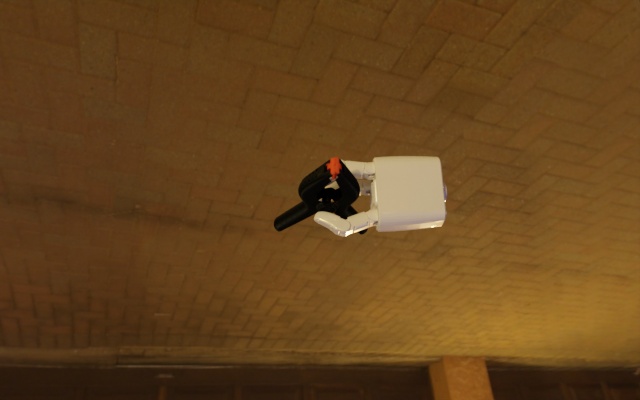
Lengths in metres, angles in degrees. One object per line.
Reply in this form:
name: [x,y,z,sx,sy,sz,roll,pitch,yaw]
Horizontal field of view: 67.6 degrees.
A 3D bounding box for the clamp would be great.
clamp: [0.000,0.003,0.760,0.164,0.036,0.210,-2,-30,0]
